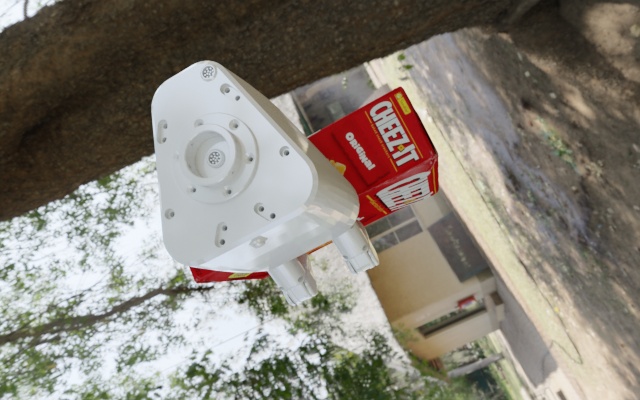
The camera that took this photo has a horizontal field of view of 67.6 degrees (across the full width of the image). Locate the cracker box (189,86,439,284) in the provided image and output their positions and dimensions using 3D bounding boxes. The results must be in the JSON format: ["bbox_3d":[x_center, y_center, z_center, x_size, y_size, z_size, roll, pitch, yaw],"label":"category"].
[{"bbox_3d":[0.000,0.001,0.441,0.214,0.072,0.164,-27,-13,9],"label":"cracker box"}]
